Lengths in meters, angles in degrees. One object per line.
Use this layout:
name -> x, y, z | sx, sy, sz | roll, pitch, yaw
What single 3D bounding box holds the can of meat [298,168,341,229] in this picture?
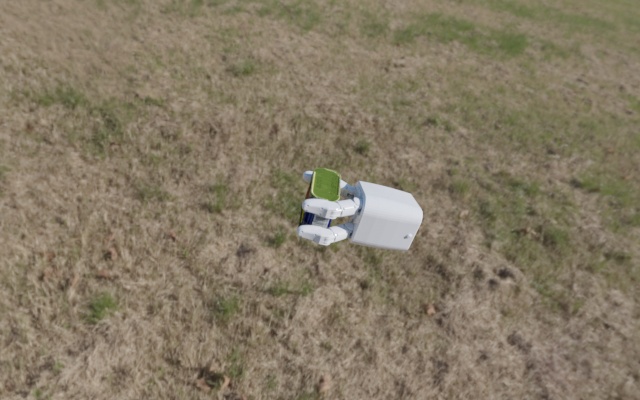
can of meat -> 0.000, 0.002, 0.840 | 0.057, 0.084, 0.102 | 13, 36, -6
